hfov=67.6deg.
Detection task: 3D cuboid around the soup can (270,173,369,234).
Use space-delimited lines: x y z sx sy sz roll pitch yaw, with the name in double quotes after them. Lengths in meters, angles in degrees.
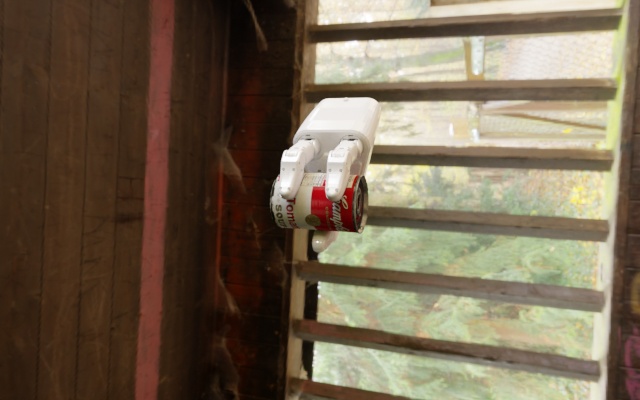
0.000 0.002 0.564 0.102 0.068 0.068 3 1 17 "soup can"
